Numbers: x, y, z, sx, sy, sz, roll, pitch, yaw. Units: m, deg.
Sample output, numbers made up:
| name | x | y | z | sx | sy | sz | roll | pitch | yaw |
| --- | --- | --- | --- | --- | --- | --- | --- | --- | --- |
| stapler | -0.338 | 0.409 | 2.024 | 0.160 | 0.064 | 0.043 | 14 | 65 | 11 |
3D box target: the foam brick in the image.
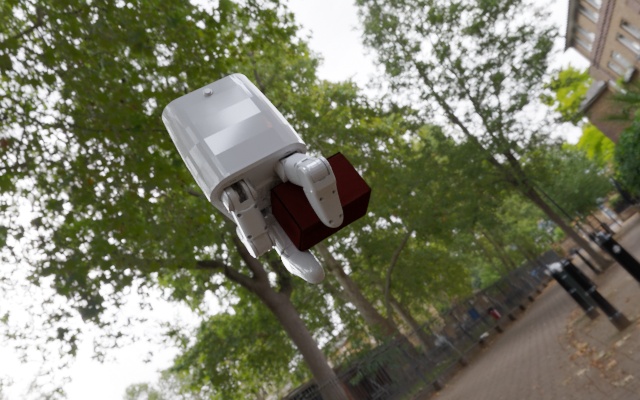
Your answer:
| name | x | y | z | sx | sy | sz | roll | pitch | yaw |
| --- | --- | --- | --- | --- | --- | --- | --- | --- | --- |
| foam brick | 0.000 | 0.001 | 0.445 | 0.078 | 0.051 | 0.053 | -29 | -23 | -18 |
